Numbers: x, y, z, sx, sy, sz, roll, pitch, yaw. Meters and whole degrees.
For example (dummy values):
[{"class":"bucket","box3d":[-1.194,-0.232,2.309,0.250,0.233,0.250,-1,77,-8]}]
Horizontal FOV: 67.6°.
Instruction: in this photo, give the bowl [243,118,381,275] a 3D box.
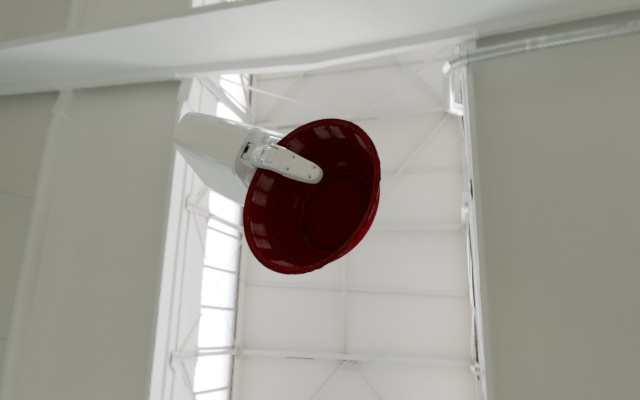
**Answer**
[{"class":"bowl","box3d":[0.001,0.002,0.475,0.162,0.162,0.055,0,-22,38]}]
